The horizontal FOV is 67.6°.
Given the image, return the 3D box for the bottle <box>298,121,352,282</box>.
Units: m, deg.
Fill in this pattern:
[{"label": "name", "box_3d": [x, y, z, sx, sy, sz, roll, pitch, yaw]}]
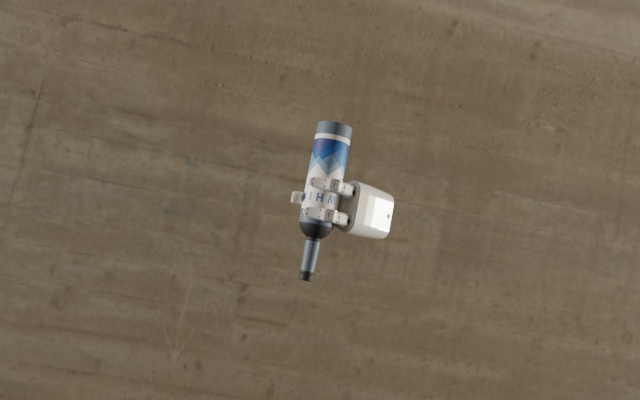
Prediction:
[{"label": "bottle", "box_3d": [0.000, 0.003, 0.891, 0.069, 0.295, 0.069, 11, -6, 1]}]
